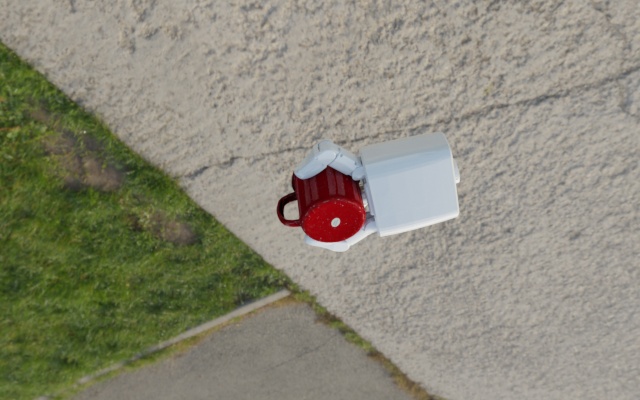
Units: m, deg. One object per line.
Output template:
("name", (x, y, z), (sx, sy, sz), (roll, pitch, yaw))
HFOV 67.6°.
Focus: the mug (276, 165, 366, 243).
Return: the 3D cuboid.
("mug", (-0.001, 0.002, 0.608), (0.117, 0.081, 0.093), (-14, -46, 5))
